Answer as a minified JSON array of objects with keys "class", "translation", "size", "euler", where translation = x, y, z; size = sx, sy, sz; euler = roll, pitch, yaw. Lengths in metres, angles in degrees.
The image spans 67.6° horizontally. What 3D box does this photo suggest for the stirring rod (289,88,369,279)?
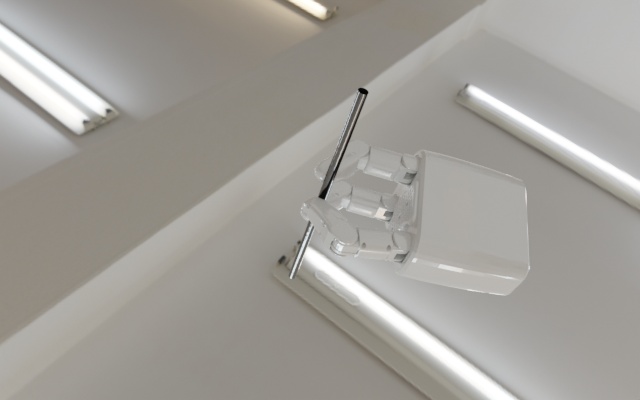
[{"class":"stirring rod","translation":[0.000,0.001,0.424],"size":[0.011,0.011,0.240],"euler":[0,-41,-19]}]
